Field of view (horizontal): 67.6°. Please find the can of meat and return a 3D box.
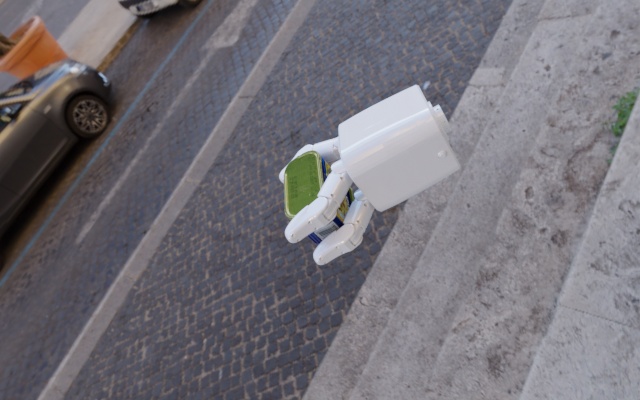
[{"bbox_3d":[0.000,0.002,0.576,0.057,0.102,0.084,-25,-44,19],"label":"can of meat"}]
